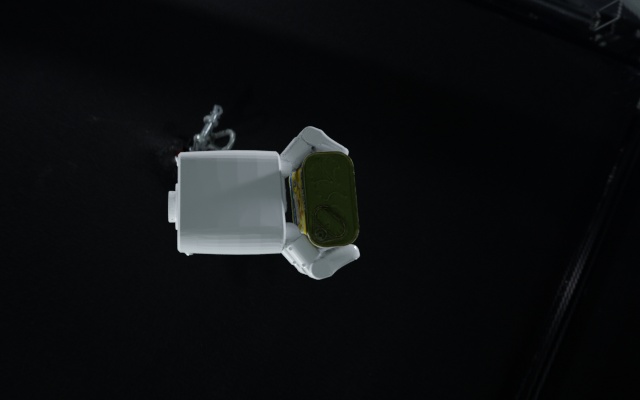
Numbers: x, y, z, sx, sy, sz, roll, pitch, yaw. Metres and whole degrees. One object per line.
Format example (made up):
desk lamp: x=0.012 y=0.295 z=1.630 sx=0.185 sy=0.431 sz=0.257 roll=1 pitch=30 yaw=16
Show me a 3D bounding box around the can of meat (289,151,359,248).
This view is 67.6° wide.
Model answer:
can of meat: x=0.000 y=0.002 z=0.541 sx=0.057 sy=0.102 sz=0.084 roll=-4 pitch=-4 yaw=-16
